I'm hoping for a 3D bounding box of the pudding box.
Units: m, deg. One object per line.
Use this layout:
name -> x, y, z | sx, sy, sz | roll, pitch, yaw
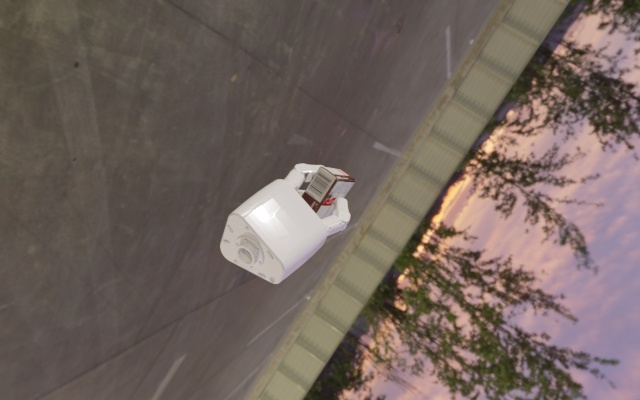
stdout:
pudding box -> 0.000, 0.003, 0.763 | 0.039, 0.113, 0.090 | 39, 14, 16
